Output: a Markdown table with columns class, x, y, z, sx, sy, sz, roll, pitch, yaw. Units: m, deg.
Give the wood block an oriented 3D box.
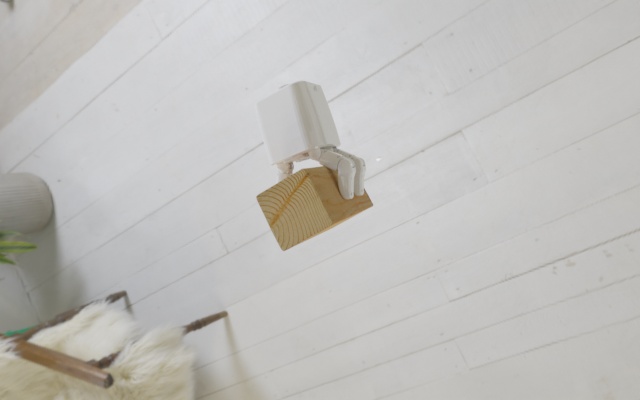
| class | x | y | z | sx | sy | sz | roll | pitch | yaw |
| --- | --- | --- | --- | --- | --- | --- | --- | --- | --- |
| wood block | 0.000 | 0.002 | 0.751 | 0.091 | 0.090 | 0.206 | -29 | -5 | 22 |
